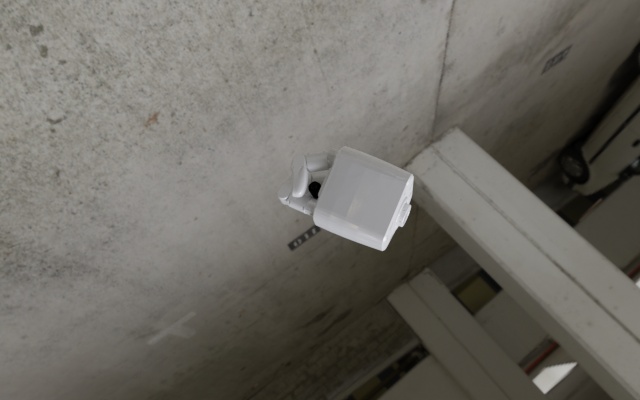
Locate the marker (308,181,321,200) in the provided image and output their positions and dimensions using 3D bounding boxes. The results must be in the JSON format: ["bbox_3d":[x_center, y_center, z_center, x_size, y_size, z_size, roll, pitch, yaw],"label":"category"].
[{"bbox_3d":[0.000,0.002,0.711,0.020,0.020,0.121,0,-22,9],"label":"marker"}]
